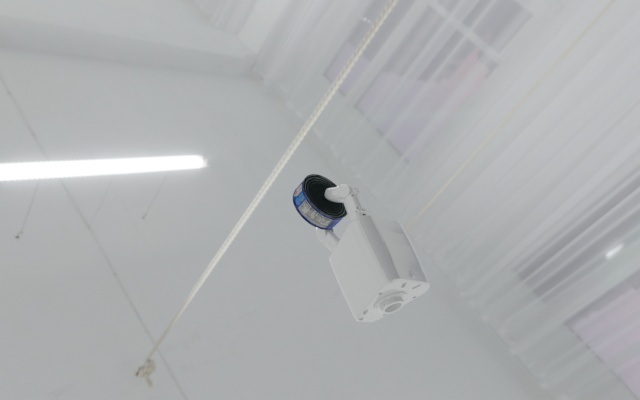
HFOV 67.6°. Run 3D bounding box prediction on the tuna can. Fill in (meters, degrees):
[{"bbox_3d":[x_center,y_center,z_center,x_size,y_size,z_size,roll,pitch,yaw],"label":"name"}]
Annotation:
[{"bbox_3d":[0.000,0.003,0.739,0.086,0.086,0.034,0,-37,-46],"label":"tuna can"}]
